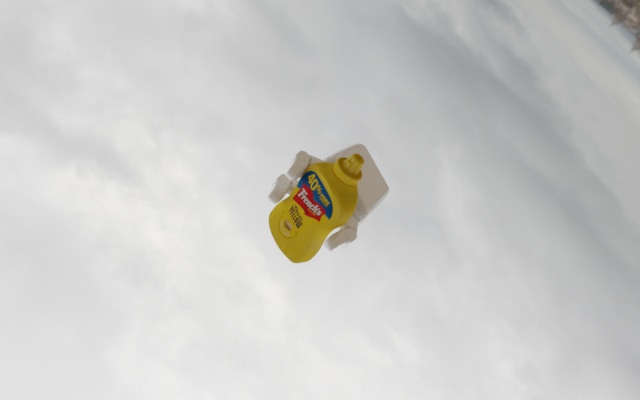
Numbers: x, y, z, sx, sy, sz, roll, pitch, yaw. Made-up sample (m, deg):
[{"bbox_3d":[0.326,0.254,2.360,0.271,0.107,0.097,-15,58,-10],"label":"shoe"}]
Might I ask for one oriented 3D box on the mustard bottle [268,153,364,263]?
[{"bbox_3d":[0.000,0.002,0.685,0.058,0.096,0.192,-2,-36,-44],"label":"mustard bottle"}]
